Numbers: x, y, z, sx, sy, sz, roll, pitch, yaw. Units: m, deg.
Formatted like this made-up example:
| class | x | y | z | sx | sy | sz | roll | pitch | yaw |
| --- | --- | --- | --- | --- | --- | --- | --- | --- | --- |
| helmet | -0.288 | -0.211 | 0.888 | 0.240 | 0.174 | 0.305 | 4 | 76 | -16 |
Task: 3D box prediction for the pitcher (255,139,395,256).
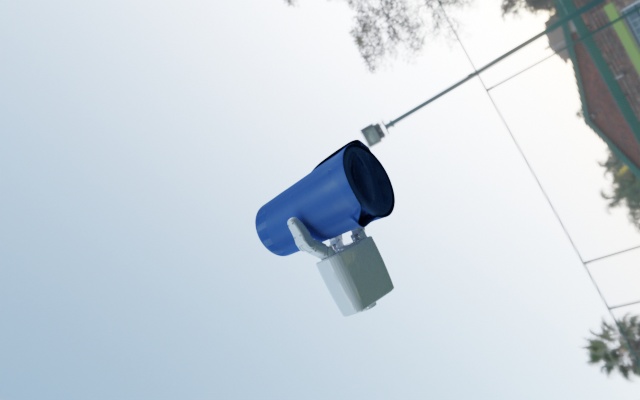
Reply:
| class | x | y | z | sx | sy | sz | roll | pitch | yaw |
| --- | --- | --- | --- | --- | --- | --- | --- | --- | --- |
| pitcher | 0.000 | 0.003 | 0.847 | 0.243 | 0.145 | 0.149 | -28 | -2 | 35 |
